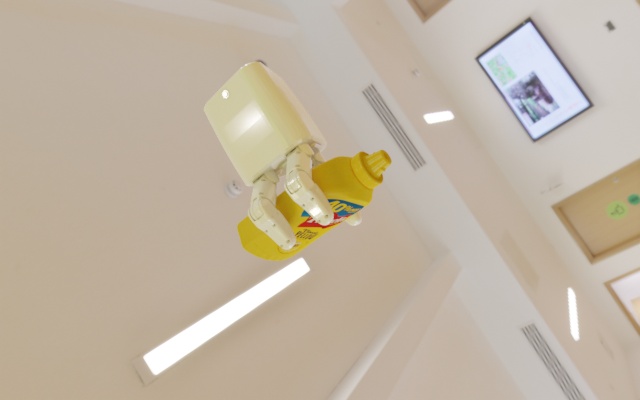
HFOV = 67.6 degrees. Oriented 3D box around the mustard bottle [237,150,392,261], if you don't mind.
[{"bbox_3d":[0.000,0.002,0.542,0.192,0.058,0.096,-35,-31,28],"label":"mustard bottle"}]
